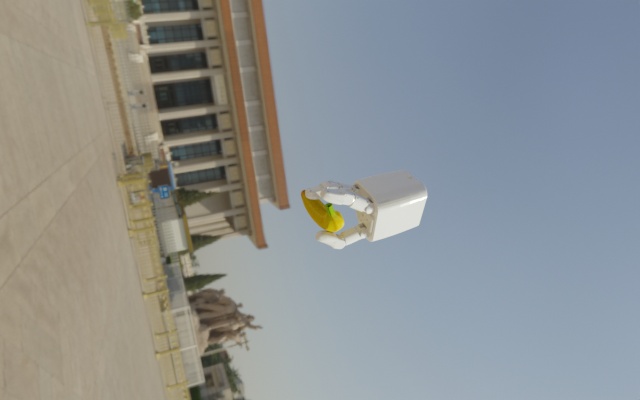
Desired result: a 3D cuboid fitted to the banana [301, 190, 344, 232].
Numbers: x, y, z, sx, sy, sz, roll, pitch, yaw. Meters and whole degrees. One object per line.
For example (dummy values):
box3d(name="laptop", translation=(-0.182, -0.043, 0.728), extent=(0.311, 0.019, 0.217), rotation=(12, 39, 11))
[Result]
box3d(name="banana", translation=(0.006, 0.021, 0.897), extent=(0.037, 0.069, 0.198), rotation=(-19, 12, -14))
